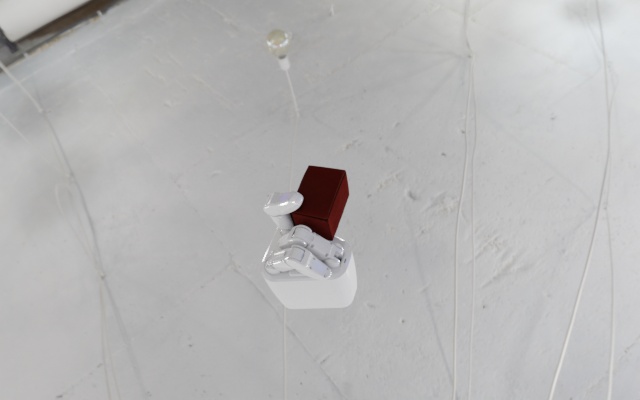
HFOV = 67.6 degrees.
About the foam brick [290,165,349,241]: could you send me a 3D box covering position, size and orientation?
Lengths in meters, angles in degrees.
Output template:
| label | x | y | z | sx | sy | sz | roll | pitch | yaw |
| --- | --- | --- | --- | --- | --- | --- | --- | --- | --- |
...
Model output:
| label | x | y | z | sx | sy | sz | roll | pitch | yaw |
| --- | --- | --- | --- | --- | --- | --- | --- | --- | --- |
| foam brick | 0.000 | 0.002 | 0.615 | 0.053 | 0.078 | 0.051 | 11 | -31 | 19 |
